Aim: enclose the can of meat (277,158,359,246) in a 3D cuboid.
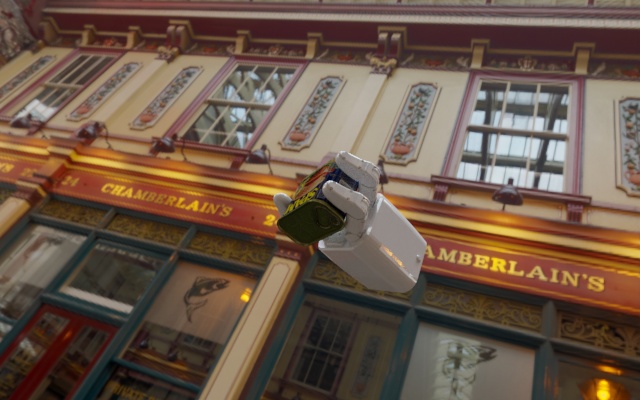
[{"bbox_3d":[0.000,0.002,0.629,0.057,0.084,0.102,40,-40,-17],"label":"can of meat"}]
